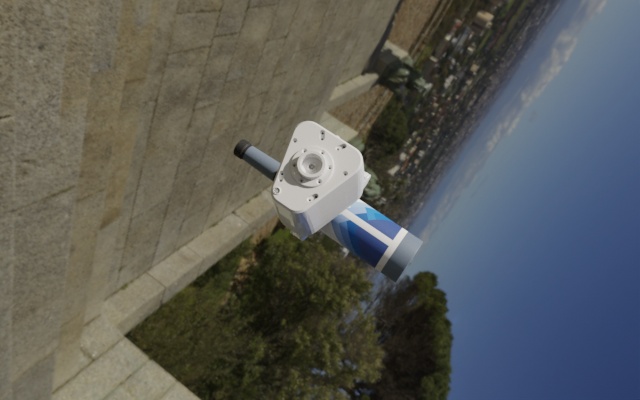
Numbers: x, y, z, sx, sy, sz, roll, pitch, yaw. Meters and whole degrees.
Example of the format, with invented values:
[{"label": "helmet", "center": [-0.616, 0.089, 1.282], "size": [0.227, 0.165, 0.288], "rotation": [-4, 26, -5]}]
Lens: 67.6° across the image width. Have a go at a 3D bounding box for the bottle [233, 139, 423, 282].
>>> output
[{"label": "bottle", "center": [0.000, 0.002, 0.670], "size": [0.295, 0.069, 0.069], "rotation": [34, 8, 12]}]
